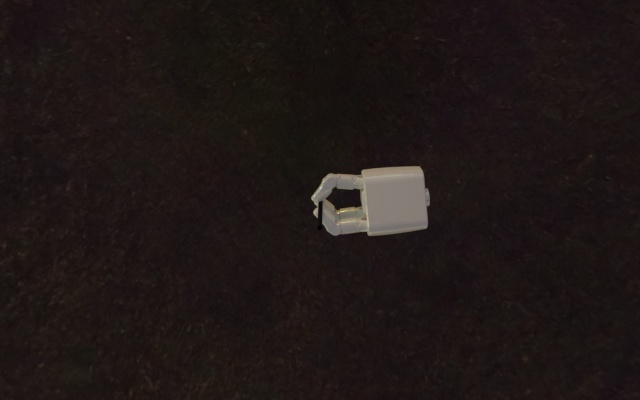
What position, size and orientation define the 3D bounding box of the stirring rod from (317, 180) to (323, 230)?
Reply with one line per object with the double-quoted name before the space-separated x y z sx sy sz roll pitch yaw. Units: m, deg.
"stirring rod" 0.000 0.003 0.857 0.011 0.011 0.239 0 19 1
